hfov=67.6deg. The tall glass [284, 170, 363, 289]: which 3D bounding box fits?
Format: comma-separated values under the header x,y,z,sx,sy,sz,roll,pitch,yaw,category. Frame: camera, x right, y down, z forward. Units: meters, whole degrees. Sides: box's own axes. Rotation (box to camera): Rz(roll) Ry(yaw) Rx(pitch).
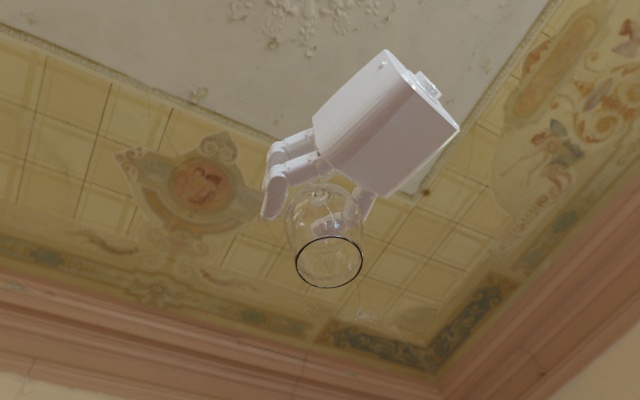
x,y,z,sx,sy,sz,roll,pitch,yaw,category
0.000,0.001,0.509,0.079,0.079,0.201,0,34,-5,tall glass
